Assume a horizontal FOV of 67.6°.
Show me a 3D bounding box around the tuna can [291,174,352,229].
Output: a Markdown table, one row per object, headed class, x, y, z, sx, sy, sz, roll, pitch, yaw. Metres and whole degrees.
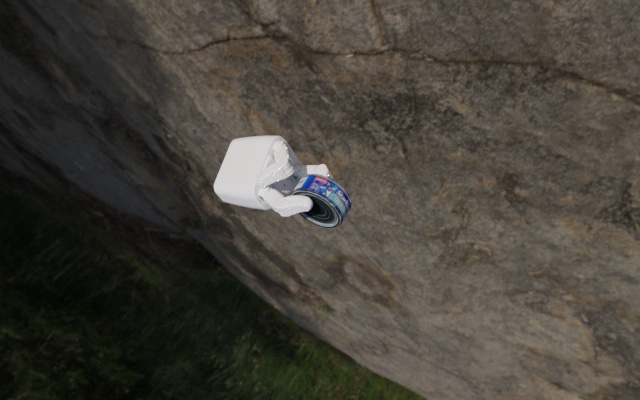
| class | x | y | z | sx | sy | sz | roll | pitch | yaw |
| --- | --- | --- | --- | --- | --- | --- | --- | --- | --- |
| tuna can | 0.000 | 0.003 | 0.700 | 0.086 | 0.033 | 0.086 | 23 | -32 | 15 |
